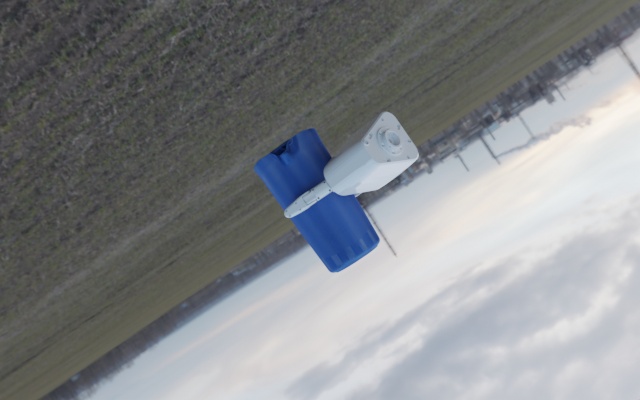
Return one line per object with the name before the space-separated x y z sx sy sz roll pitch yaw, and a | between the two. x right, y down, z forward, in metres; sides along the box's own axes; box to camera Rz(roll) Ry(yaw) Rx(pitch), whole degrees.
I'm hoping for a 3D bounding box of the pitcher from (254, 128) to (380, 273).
pitcher | 0.000 0.003 0.866 0.149 0.243 0.145 -30 -5 -42
